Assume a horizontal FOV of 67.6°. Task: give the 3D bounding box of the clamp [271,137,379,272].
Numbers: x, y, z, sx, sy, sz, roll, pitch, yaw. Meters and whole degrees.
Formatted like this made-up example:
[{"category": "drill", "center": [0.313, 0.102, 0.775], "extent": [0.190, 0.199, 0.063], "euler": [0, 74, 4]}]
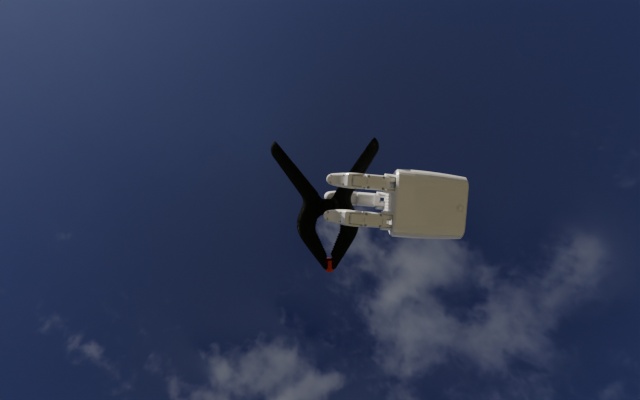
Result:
[{"category": "clamp", "center": [0.000, 0.003, 0.734], "extent": [0.164, 0.210, 0.036], "euler": [5, 2, 0]}]
